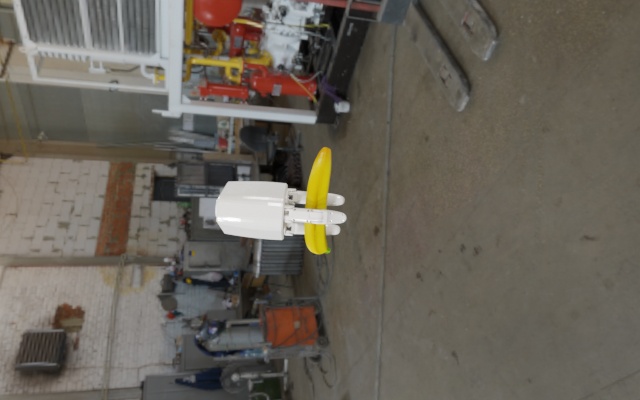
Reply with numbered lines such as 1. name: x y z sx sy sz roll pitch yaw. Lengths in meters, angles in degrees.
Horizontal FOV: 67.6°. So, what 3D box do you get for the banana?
1. banana: -0.004 0.013 0.797 0.037 0.198 0.069 7 23 12
